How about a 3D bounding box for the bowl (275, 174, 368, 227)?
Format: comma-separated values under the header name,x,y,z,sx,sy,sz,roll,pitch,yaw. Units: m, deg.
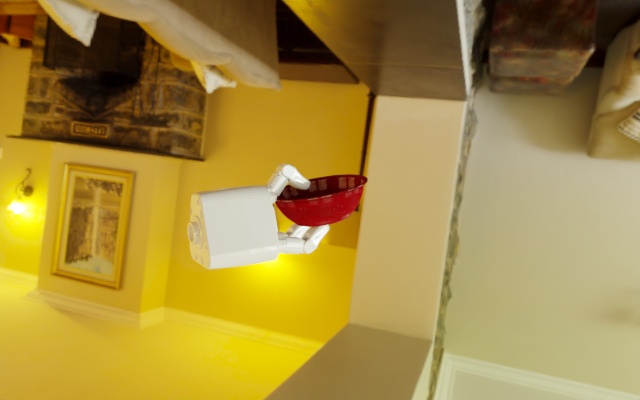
name,x,y,z,sx,sy,sz,roll,pitch,yaw
bowl,0.001,0.003,0.770,0.162,0.055,0.162,-10,13,2
